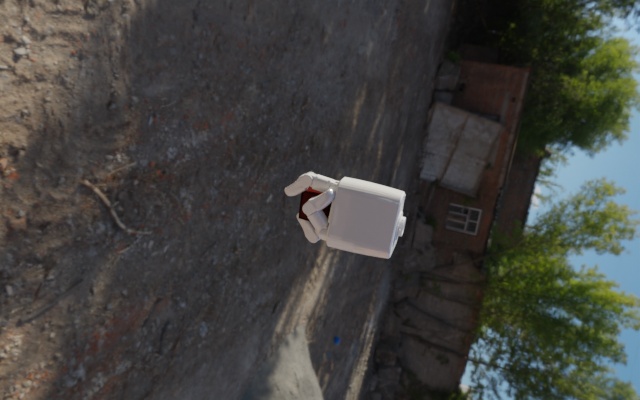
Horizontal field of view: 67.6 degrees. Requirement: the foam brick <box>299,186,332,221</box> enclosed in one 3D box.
[{"bbox_3d":[0.000,0.003,0.839,0.051,0.053,0.078,13,21,14],"label":"foam brick"}]
